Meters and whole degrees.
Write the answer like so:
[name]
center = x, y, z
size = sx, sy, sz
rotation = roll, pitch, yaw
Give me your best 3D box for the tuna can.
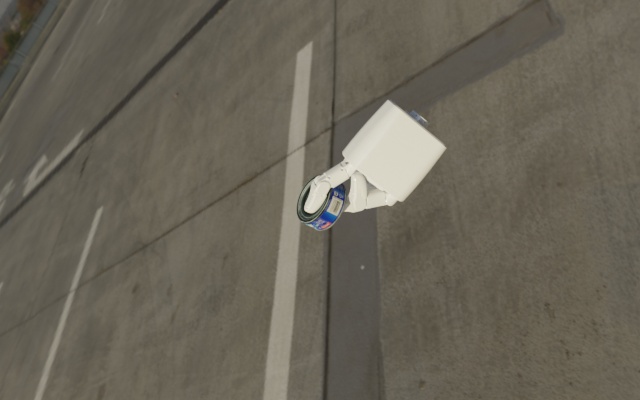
[tuna can]
center = 0.000, 0.002, 0.758
size = 0.034, 0.086, 0.086
rotation = 26, -15, -34
